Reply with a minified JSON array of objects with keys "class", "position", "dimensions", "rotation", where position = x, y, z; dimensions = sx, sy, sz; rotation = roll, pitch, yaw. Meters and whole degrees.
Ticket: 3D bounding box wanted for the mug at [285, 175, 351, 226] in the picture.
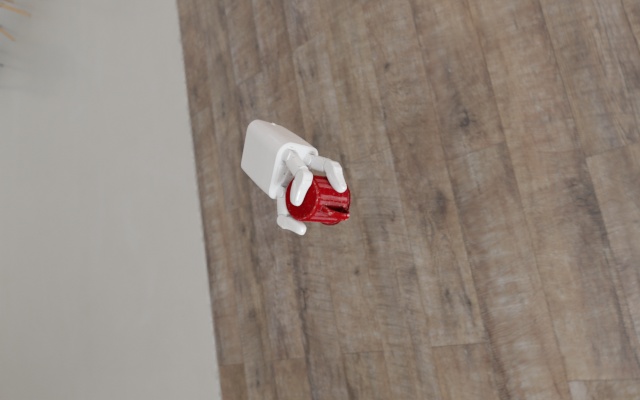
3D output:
[{"class":"mug","position":[0.001,0.003,0.829],"dimensions":[0.081,0.093,0.117],"rotation":[5,26,-49]}]
